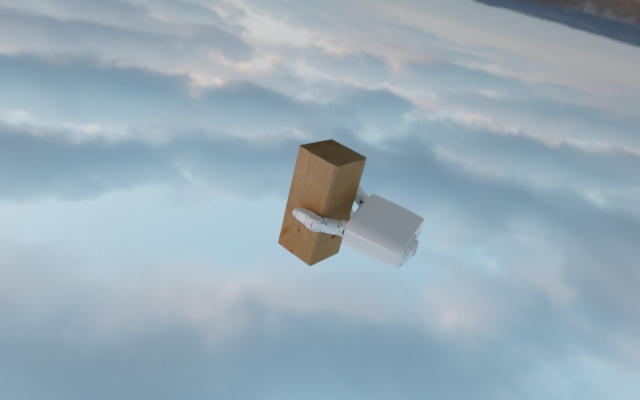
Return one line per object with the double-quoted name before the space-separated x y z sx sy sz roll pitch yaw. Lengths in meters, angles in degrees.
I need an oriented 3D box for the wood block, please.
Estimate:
"wood block" 0.000 0.003 0.877 0.090 0.206 0.091 32 32 31
